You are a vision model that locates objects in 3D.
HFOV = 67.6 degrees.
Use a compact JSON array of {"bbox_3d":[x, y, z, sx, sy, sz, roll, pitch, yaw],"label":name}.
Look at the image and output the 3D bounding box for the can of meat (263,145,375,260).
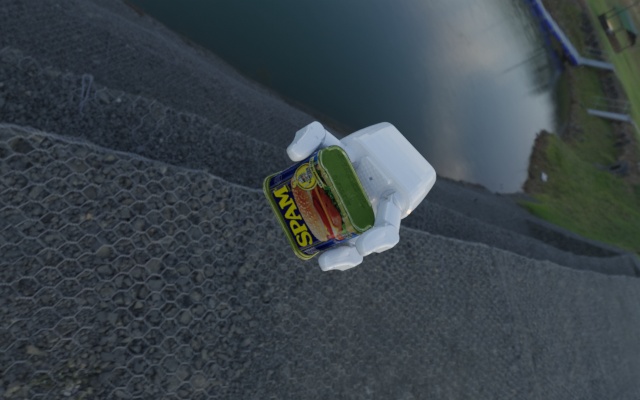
[{"bbox_3d":[0.000,0.001,0.510,0.084,0.102,0.057,-26,1,36],"label":"can of meat"}]
